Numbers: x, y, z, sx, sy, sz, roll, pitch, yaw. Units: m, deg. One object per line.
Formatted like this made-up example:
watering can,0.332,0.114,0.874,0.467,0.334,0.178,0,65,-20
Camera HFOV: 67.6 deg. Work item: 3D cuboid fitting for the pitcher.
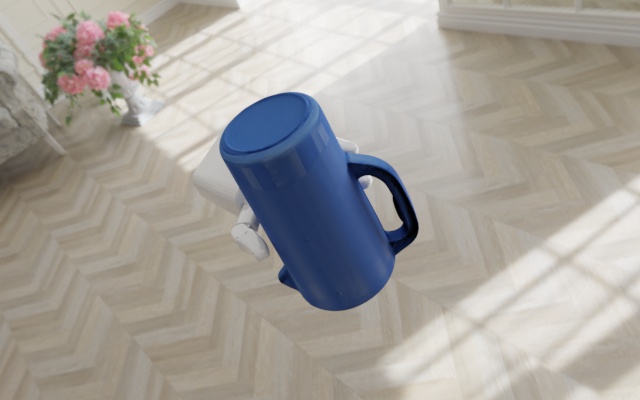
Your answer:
pitcher,0.000,0.002,0.532,0.145,0.149,0.243,20,-31,40
